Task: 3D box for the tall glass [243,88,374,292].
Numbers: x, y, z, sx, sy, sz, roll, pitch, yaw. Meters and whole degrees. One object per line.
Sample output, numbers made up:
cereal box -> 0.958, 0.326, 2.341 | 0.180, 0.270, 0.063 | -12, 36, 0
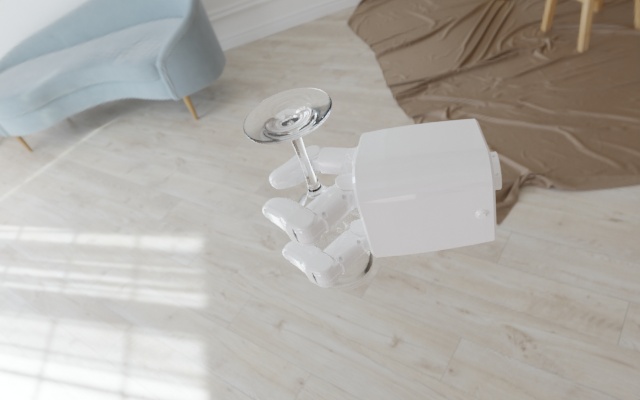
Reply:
tall glass -> 0.000, 0.001, 0.444 | 0.079, 0.201, 0.079 | -11, 42, 10
